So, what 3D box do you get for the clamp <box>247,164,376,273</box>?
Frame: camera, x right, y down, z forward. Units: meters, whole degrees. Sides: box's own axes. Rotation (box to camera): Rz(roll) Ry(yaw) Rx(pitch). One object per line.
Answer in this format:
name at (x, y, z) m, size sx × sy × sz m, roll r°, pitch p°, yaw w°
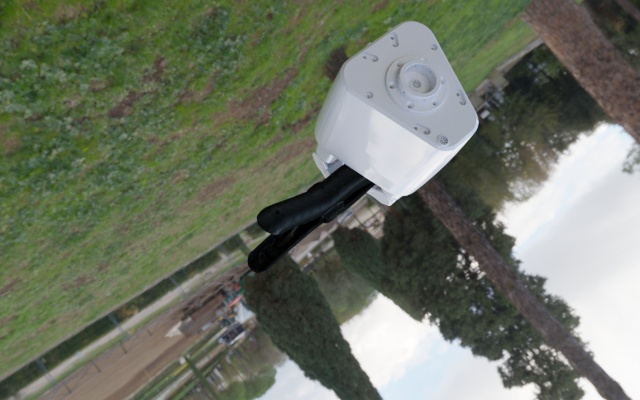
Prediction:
clamp at (0.001, 0.002, 0.457) m, size 0.171 × 0.039 × 0.120 m, roll -39°, pitch -7°, yaw -18°
